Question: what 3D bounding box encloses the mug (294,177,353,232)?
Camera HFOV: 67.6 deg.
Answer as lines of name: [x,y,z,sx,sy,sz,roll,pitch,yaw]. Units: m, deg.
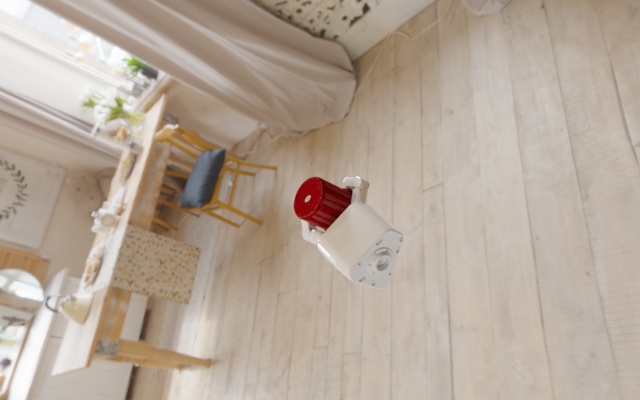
mug: [-0.001,0.002,0.876,0.081,0.093,0.117,25,8,-36]
